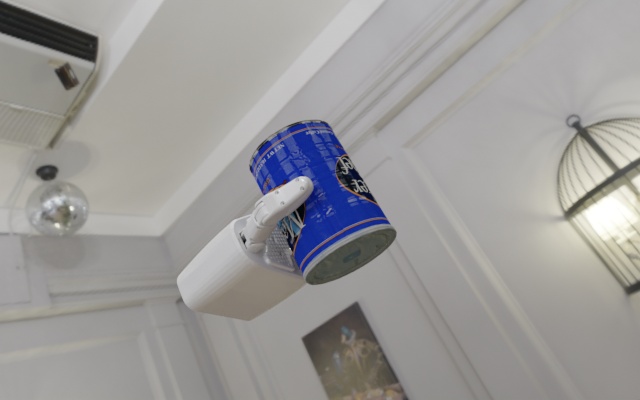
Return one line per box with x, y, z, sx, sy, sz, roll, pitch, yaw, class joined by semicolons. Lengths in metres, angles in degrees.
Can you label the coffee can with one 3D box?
0.000;0.002;0.499;0.103;0.140;0.103;-24;-23;-11;coffee can
